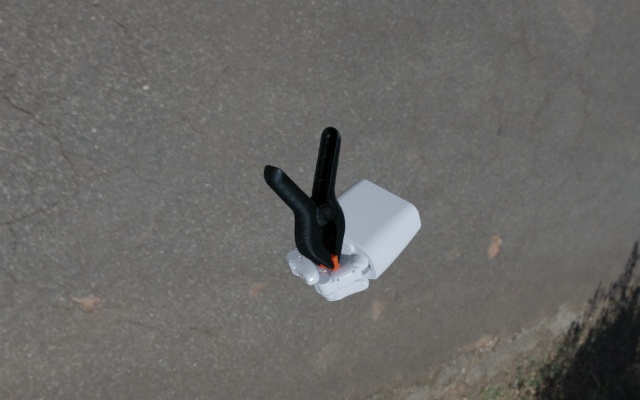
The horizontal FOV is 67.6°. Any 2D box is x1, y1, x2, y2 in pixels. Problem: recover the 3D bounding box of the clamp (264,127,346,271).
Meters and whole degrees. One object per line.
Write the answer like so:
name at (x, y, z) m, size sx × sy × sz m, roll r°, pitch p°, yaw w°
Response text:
clamp at (0.001, 0.002, 0.561) m, size 0.039 × 0.172 × 0.120 m, roll 19°, pitch 49°, yaw 40°
